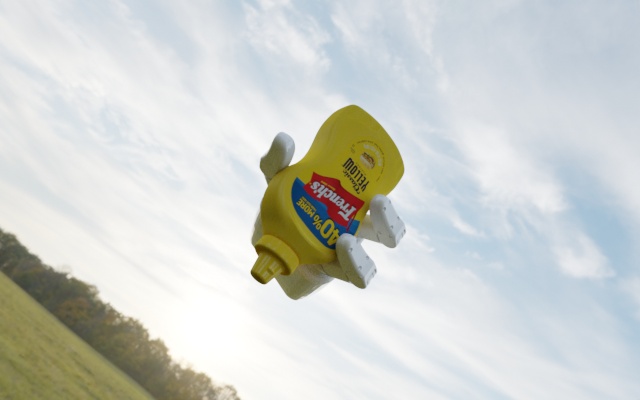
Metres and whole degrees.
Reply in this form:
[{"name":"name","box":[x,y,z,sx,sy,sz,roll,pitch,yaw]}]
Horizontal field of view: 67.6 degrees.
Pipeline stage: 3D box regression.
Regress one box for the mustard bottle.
[{"name":"mustard bottle","box":[0.000,0.001,0.449,0.058,0.096,0.191,-9,36,55]}]
